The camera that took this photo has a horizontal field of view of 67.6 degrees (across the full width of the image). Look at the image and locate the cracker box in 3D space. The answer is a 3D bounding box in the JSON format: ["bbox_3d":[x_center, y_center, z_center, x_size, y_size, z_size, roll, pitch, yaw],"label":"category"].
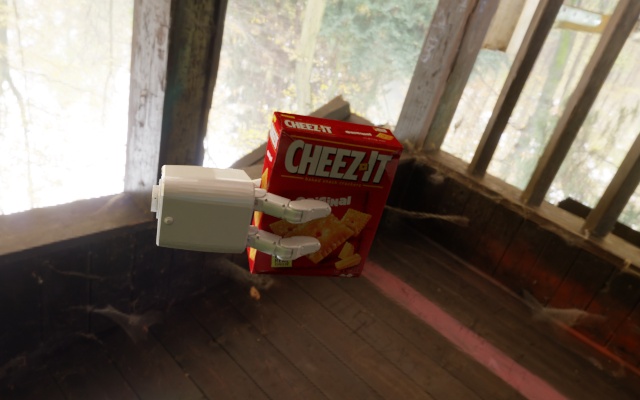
[{"bbox_3d":[0.000,0.002,0.645,0.164,0.214,0.072,6,29,-18],"label":"cracker box"}]
